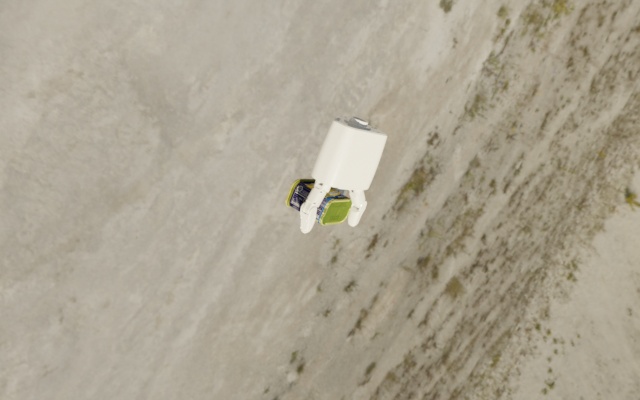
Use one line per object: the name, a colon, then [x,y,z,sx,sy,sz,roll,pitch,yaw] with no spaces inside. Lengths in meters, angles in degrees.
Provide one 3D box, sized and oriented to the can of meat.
can of meat: [0.000,0.003,0.882,0.084,0.057,0.102,30,16,27]
